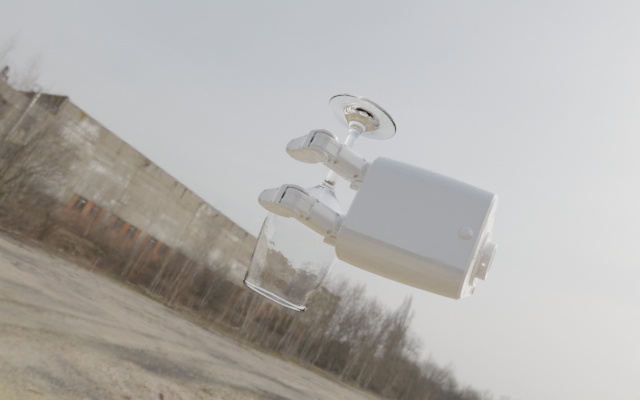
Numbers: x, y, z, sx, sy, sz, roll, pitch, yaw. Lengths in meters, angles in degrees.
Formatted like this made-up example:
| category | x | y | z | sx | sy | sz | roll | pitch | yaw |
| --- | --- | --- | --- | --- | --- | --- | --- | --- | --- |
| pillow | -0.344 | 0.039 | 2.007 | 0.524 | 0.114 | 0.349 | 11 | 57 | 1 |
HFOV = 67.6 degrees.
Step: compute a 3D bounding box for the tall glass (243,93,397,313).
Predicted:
| category | x | y | z | sx | sy | sz | roll | pitch | yaw |
| --- | --- | --- | --- | --- | --- | --- | --- | --- | --- |
| tall glass | 0.000 | 0.001 | 0.453 | 0.079 | 0.201 | 0.079 | 25 | -16 | 8 |
